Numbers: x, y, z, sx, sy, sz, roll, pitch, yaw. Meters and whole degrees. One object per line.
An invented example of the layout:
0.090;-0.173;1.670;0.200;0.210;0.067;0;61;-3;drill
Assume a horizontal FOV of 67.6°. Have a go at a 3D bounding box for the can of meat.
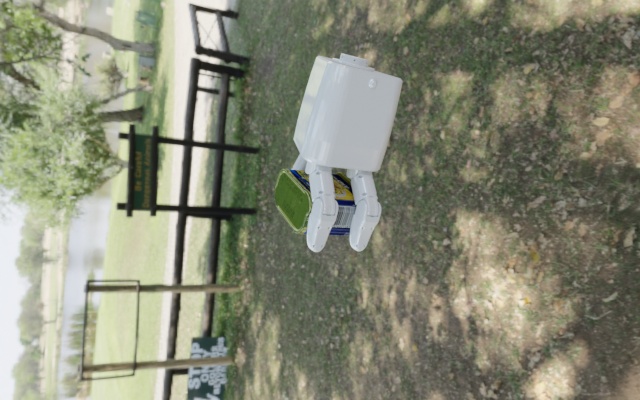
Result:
0.000;0.002;0.576;0.084;0.057;0.102;4;24;-30;can of meat
